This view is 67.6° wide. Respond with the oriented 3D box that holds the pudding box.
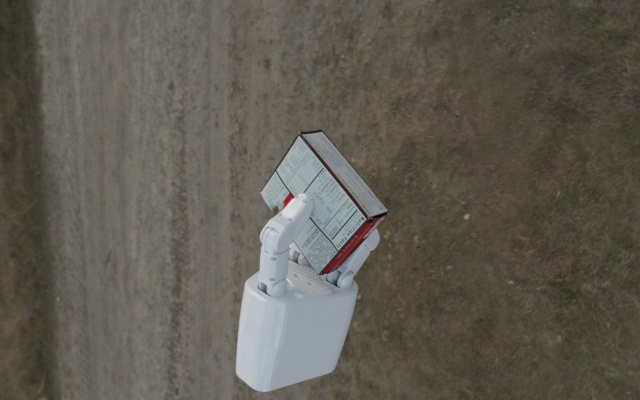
[{"bbox_3d":[0.000,0.002,0.463,0.039,0.113,0.090,-15,-29,-50],"label":"pudding box"}]
